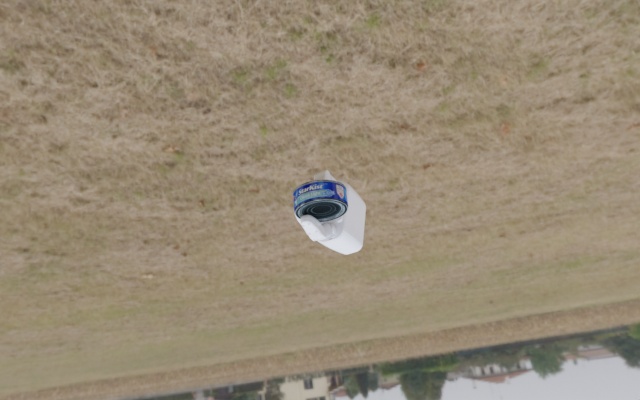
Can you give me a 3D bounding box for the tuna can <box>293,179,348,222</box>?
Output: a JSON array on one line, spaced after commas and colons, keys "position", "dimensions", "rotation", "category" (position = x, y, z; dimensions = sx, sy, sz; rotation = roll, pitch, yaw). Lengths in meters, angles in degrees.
[{"position": [0.000, 0.003, 0.745], "dimensions": [0.086, 0.033, 0.086], "rotation": [-5, -26, -2], "category": "tuna can"}]
